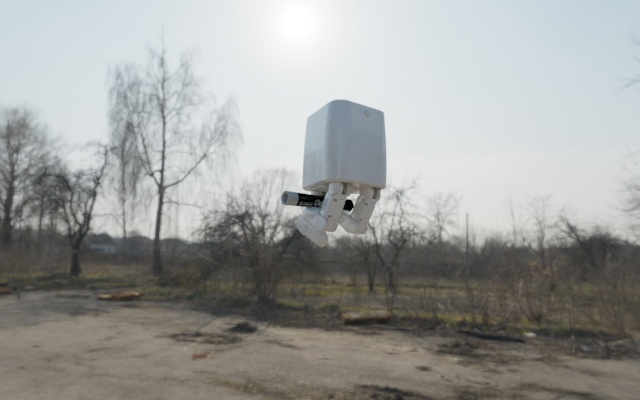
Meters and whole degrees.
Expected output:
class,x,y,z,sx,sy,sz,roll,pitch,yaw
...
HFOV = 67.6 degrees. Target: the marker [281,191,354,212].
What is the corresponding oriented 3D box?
class,x,y,z,sx,sy,sz,roll,pitch,yaw
marker,0.000,0.002,0.651,0.121,0.020,0.020,7,-5,-40
